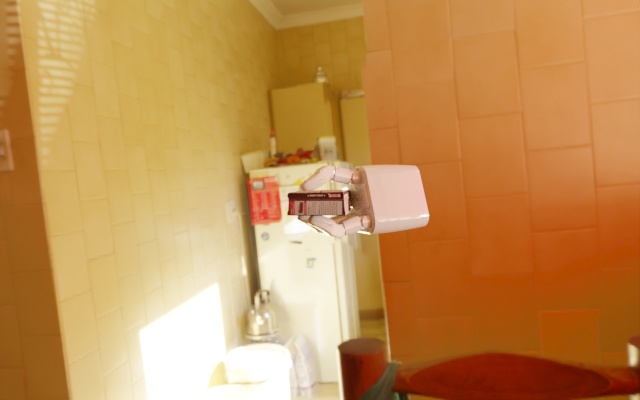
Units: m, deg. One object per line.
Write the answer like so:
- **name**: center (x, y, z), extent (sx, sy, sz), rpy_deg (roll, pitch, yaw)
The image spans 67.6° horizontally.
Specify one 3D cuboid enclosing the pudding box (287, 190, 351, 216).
- **pudding box**: center (0.000, 0.002, 0.762), extent (0.090, 0.039, 0.113), rpy_deg (-1, 1, 7)
